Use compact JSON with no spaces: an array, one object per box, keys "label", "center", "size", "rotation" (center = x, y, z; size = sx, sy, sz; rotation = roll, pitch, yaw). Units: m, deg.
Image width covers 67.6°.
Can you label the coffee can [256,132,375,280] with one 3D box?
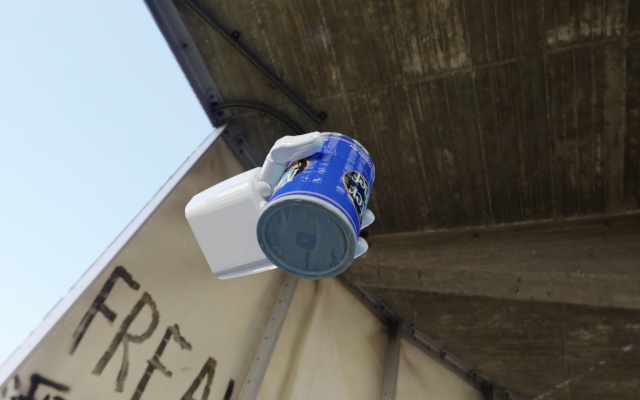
[{"label":"coffee can","center":[0.000,0.002,0.526],"size":[0.103,0.103,0.140],"rotation":[0,34,16]}]
